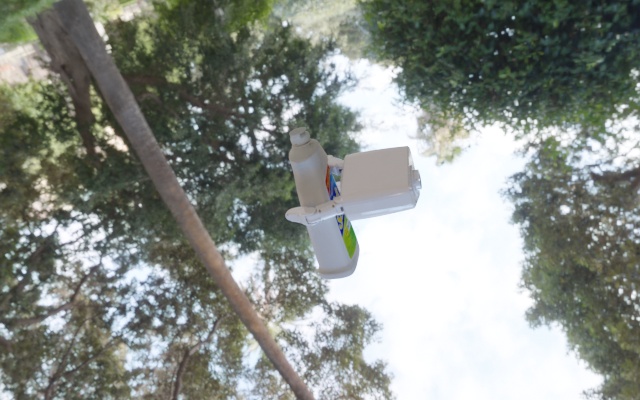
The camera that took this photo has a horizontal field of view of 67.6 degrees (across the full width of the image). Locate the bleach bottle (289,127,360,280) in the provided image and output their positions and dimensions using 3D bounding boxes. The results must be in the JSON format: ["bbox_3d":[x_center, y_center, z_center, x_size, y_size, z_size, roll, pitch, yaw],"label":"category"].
[{"bbox_3d":[0.000,0.003,0.786,0.068,0.251,0.102,-9,29,20],"label":"bleach bottle"}]
